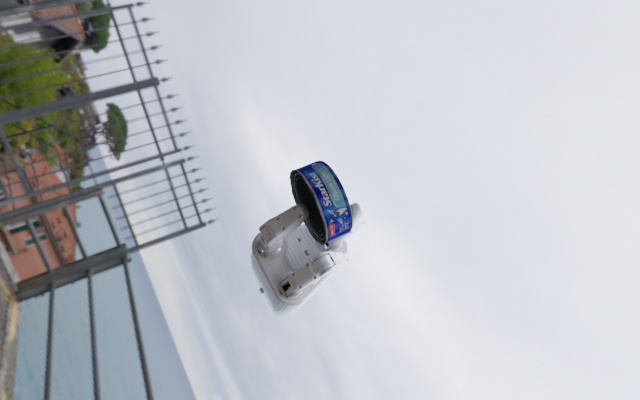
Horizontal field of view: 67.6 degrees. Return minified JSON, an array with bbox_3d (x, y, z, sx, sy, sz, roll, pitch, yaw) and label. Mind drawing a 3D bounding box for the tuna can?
[{"bbox_3d":[0.001,0.001,0.510,0.034,0.086,0.086,-23,6,-16],"label":"tuna can"}]
